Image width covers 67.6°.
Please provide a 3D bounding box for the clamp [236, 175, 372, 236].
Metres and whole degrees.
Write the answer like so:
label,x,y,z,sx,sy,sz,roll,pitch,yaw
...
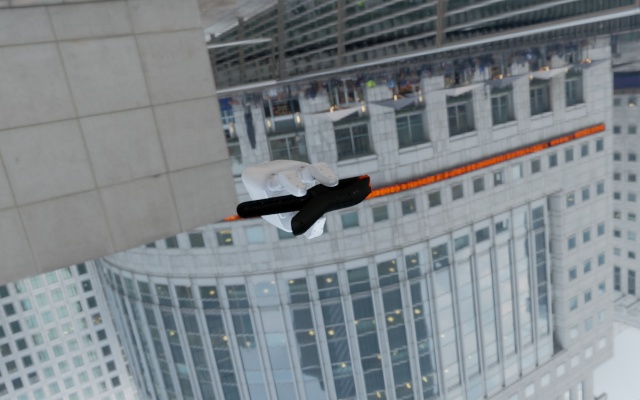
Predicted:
label,x,y,z,sx,sy,sz,roll,pitch,yaw
clamp,0.001,0.003,0.705,0.210,0.036,0.164,-16,18,-27
